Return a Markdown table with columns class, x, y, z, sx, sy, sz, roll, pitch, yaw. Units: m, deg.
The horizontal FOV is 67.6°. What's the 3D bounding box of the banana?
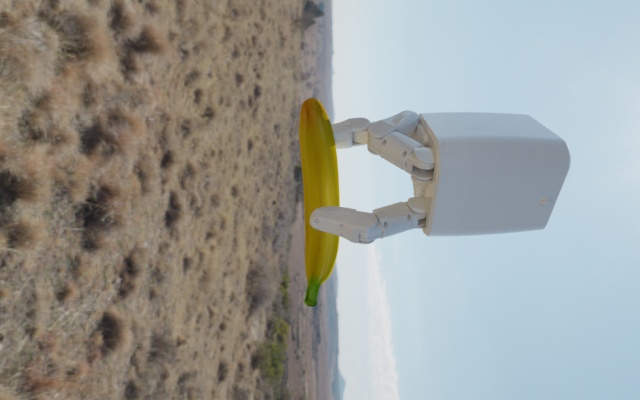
| class | x | y | z | sx | sy | sz | roll | pitch | yaw |
| --- | --- | --- | --- | --- | --- | --- | --- | --- | --- |
| banana | 0.000 | -0.001 | 0.459 | 0.037 | 0.198 | 0.069 | -1 | 18 | 2 |
